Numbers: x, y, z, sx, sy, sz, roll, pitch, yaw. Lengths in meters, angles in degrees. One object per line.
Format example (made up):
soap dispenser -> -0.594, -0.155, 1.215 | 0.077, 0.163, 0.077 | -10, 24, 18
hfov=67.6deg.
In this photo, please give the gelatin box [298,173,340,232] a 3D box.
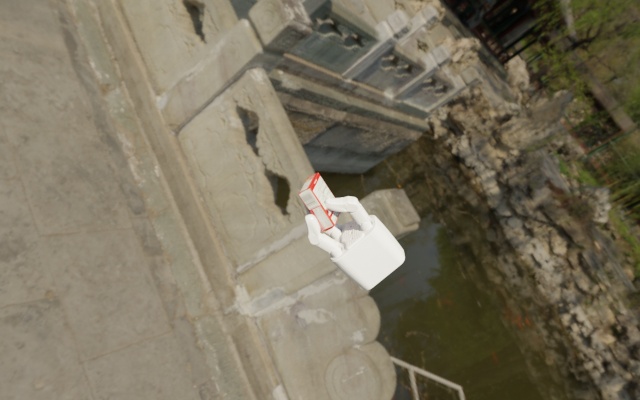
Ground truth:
gelatin box -> 0.000, 0.002, 0.889 | 0.030, 0.089, 0.073 | -26, 18, 23
